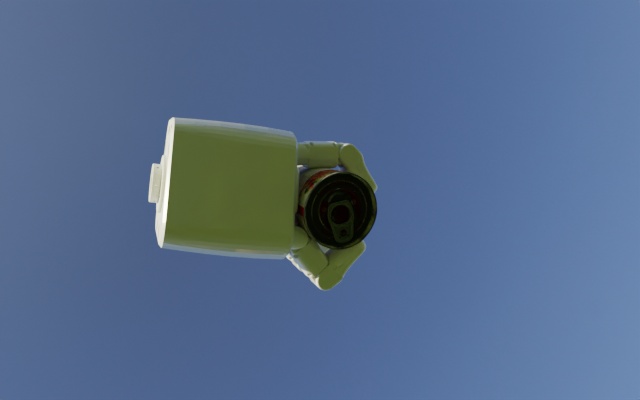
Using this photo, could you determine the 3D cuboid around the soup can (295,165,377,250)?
[{"bbox_3d":[0.000,0.001,0.453,0.068,0.068,0.102,0,9,-21],"label":"soup can"}]
